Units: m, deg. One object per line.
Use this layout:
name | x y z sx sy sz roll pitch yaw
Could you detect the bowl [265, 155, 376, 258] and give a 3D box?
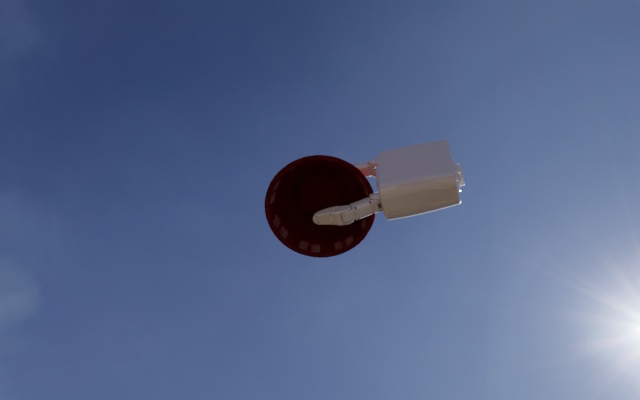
bowl | -0.001 0.002 0.714 0.162 0.162 0.055 0 23 1
